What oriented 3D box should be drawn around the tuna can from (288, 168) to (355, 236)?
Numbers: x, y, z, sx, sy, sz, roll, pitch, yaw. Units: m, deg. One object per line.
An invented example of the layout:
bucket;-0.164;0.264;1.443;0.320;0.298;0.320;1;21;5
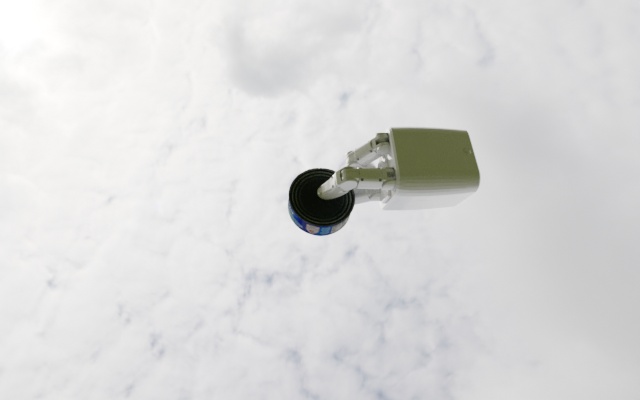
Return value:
tuna can;0.000;0.002;0.622;0.086;0.086;0.034;0;-29;-8
